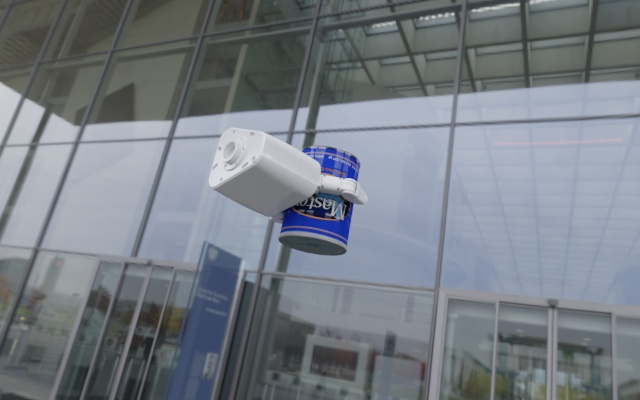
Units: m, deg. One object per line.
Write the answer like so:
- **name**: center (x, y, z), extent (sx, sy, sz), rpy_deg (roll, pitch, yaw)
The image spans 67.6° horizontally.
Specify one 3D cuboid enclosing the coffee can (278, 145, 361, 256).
- **coffee can**: center (0.000, 0.003, 0.722), extent (0.103, 0.140, 0.103), rpy_deg (10, -18, 3)
